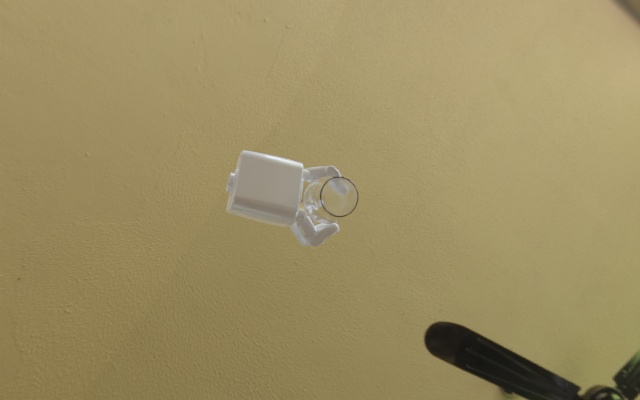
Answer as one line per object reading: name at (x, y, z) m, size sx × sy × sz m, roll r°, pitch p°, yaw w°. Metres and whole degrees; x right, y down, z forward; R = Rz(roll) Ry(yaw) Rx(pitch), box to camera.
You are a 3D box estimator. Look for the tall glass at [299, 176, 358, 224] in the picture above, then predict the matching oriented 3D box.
tall glass at (0.000, 0.003, 0.813) m, size 0.079 × 0.079 × 0.201 m, roll 0°, pitch -5°, yaw -17°
